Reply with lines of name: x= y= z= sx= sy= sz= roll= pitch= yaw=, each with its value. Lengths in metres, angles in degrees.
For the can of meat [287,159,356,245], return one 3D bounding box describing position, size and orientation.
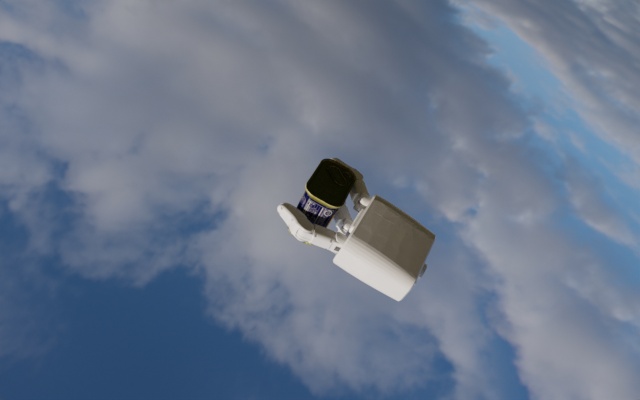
can of meat: x=0.000 y=0.002 z=0.682 sx=0.057 sy=0.084 sz=0.102 roll=29 pitch=37 yaw=0
